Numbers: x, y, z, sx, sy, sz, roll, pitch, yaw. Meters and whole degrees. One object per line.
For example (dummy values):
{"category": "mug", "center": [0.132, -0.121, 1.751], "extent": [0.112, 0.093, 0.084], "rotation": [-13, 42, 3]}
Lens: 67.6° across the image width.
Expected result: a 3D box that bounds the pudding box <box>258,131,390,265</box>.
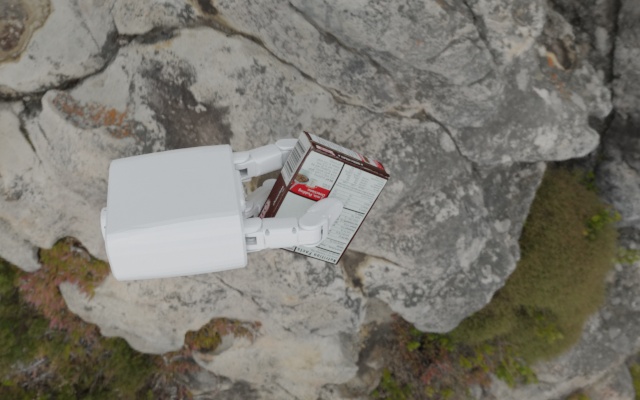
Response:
{"category": "pudding box", "center": [0.000, 0.002, 0.463], "extent": [0.090, 0.113, 0.039], "rotation": [19, 26, -25]}
